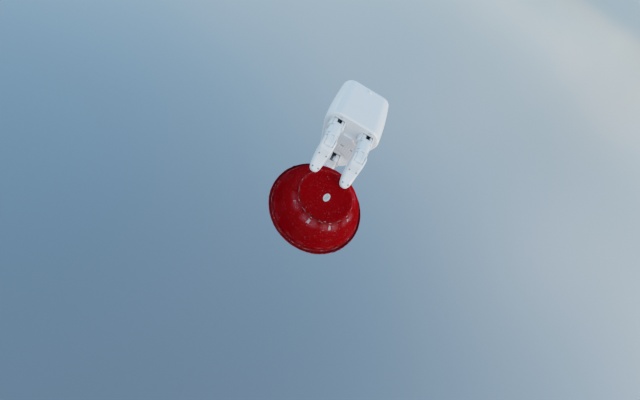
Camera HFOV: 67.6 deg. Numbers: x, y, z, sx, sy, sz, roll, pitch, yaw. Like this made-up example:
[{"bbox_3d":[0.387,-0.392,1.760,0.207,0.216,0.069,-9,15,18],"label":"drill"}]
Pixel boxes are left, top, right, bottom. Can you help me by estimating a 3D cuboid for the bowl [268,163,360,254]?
[{"bbox_3d":[0.000,0.004,0.772,0.162,0.162,0.055,0,-21,-20],"label":"bowl"}]
